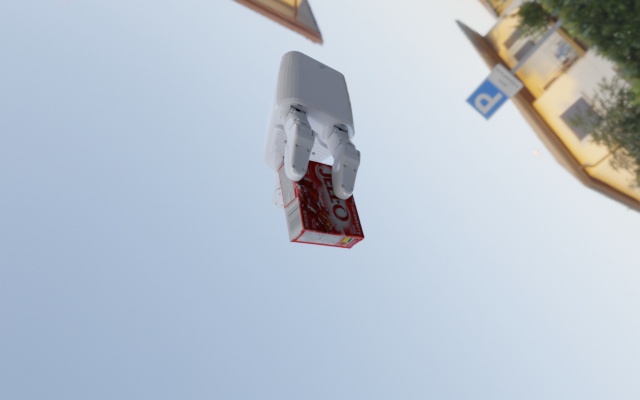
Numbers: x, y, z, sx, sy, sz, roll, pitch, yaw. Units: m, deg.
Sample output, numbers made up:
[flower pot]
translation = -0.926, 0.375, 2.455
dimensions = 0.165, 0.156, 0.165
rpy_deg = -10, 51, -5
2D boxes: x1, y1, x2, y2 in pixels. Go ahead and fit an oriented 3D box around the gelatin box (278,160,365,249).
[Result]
[gelatin box]
translation = 0.000, 0.002, 0.484
dimensions = 0.073, 0.089, 0.030
rpy_deg = 11, -37, -33
